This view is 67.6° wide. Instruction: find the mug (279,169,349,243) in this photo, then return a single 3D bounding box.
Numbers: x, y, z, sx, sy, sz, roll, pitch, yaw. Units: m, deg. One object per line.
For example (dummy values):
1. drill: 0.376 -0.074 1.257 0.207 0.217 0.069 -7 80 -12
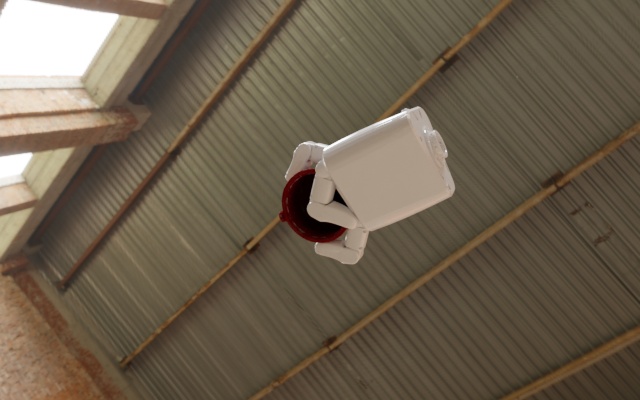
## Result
1. mug: -0.001 0.003 0.617 0.117 0.093 0.081 -23 4 27
